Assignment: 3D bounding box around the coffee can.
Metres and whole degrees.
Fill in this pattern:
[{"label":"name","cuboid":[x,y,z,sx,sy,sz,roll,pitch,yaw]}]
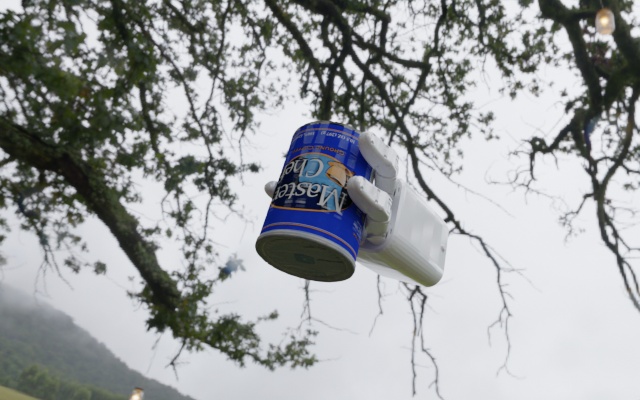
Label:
[{"label":"coffee can","cuboid":[0.000,0.002,0.507,0.103,0.140,0.103,12,-30,7]}]
